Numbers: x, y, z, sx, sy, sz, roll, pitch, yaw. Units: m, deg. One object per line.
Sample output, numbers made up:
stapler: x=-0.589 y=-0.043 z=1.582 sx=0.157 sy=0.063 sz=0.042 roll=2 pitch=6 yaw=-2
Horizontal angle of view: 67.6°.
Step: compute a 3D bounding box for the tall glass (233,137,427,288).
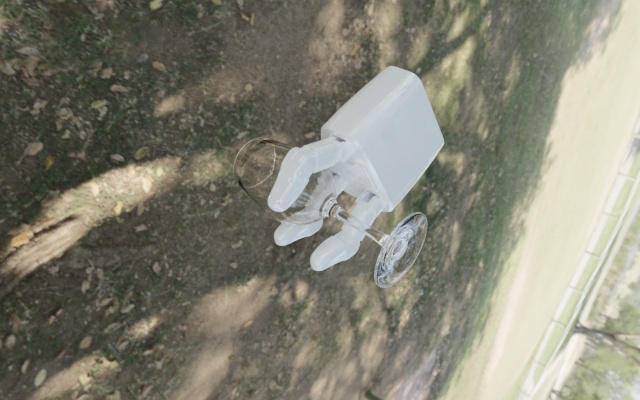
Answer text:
tall glass: x=0.000 y=0.002 z=0.468 sx=0.201 sy=0.079 sz=0.079 roll=30 pitch=18 yaw=33
